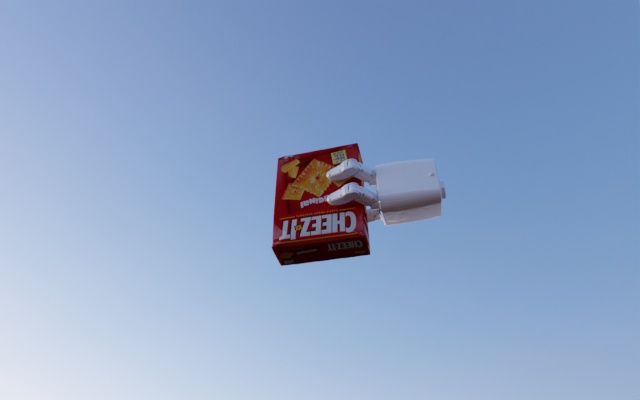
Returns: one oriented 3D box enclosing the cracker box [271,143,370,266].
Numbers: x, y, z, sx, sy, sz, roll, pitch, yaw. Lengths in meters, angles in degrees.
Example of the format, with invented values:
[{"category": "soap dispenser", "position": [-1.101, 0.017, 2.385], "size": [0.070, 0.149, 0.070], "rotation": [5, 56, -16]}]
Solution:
[{"category": "cracker box", "position": [0.000, 0.003, 0.877], "size": [0.164, 0.213, 0.072], "rotation": [-9, -39, 11]}]
